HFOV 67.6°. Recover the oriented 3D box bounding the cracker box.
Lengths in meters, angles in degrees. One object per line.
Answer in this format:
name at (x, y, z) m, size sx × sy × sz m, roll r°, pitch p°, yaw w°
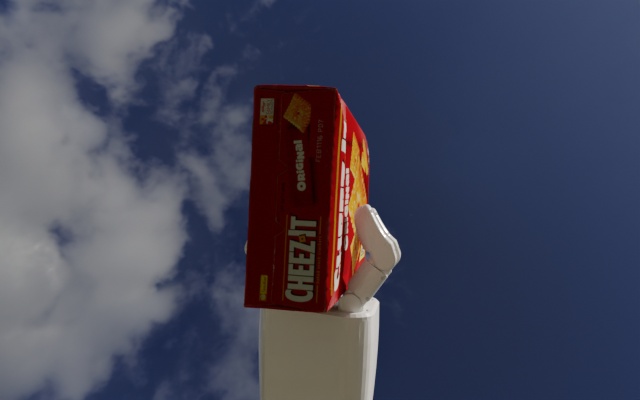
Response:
cracker box at (0.000, 0.001, 0.442) m, size 0.072 × 0.164 × 0.214 m, roll 2°, pitch -1°, yaw 11°
